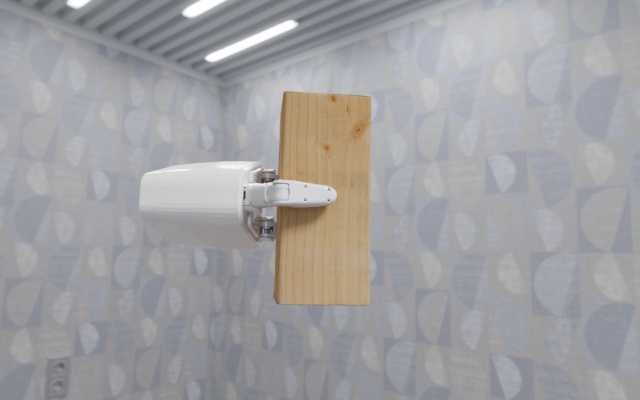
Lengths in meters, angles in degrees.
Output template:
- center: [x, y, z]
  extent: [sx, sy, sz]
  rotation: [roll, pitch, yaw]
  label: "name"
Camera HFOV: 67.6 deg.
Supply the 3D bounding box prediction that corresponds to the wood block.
- center: [0.000, 0.001, 0.500]
  extent: [0.090, 0.206, 0.091]
  rotation: [2, -7, -7]
  label: "wood block"
